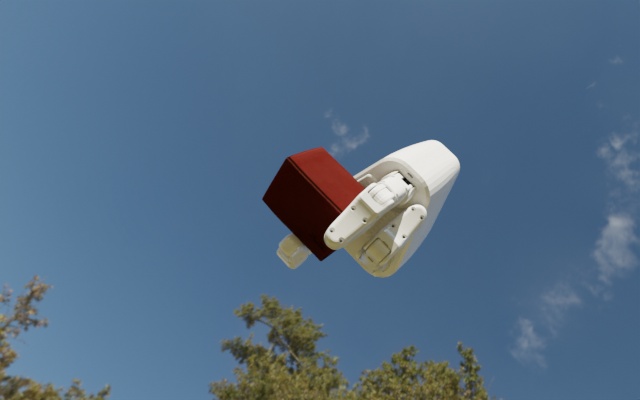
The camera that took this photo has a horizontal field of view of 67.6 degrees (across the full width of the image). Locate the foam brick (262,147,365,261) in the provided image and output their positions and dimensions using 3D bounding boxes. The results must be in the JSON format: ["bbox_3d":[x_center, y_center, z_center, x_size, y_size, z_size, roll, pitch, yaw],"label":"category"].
[{"bbox_3d":[0.000,0.001,0.409,0.051,0.078,0.053,-30,-18,-52],"label":"foam brick"}]
